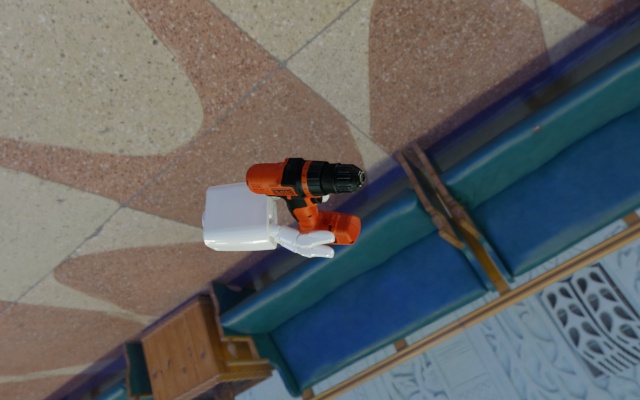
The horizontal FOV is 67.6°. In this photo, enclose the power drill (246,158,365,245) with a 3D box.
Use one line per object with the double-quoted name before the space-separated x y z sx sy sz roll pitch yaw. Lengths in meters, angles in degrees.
"power drill" 0.000 0.003 0.740 0.184 0.057 0.188 3 -31 26
